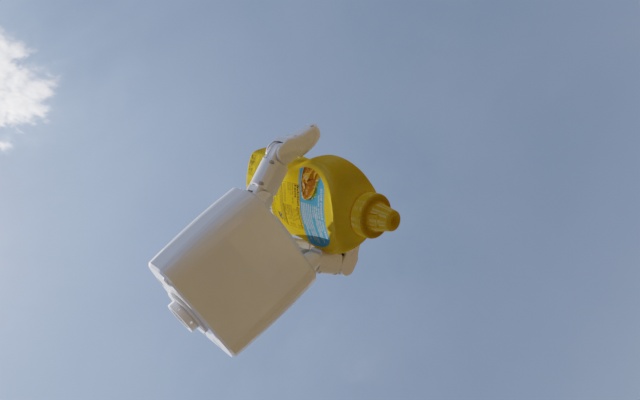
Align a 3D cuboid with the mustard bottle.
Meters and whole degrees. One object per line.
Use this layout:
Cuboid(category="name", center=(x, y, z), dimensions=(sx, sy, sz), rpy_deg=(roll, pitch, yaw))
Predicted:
Cuboid(category="mustard bottle", center=(0.000, 0.001, 0.473), dimensions=(0.058, 0.096, 0.191), rpy_deg=(-18, 21, -36))
